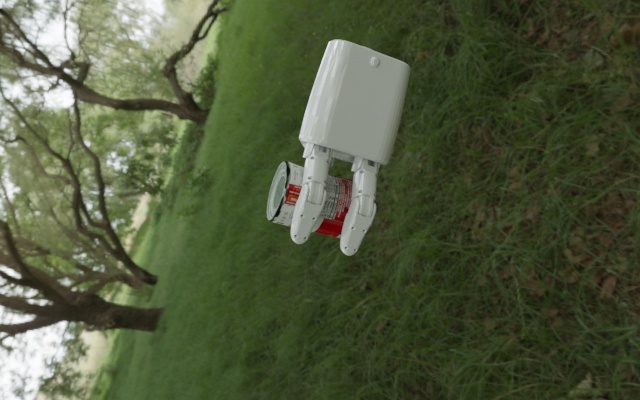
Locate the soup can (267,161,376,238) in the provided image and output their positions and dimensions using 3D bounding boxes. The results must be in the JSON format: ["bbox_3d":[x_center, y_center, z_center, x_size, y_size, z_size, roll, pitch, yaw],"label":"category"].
[{"bbox_3d":[0.000,0.002,0.519,0.102,0.068,0.068,15,-5,-18],"label":"soup can"}]
